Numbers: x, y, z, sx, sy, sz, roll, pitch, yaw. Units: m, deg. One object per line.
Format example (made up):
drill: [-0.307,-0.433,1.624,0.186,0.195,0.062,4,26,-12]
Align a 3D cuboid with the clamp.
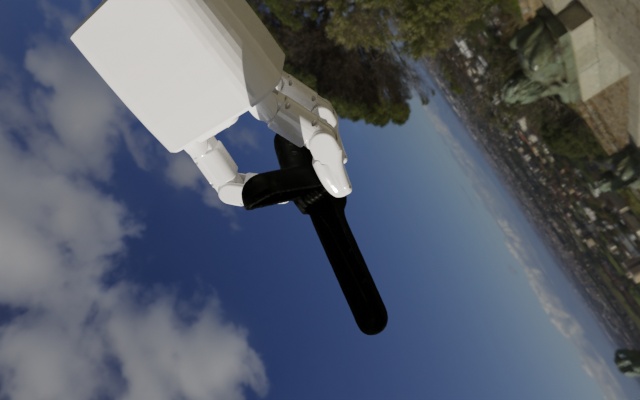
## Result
clamp: [-0.001,0.001,0.403,0.036,0.165,0.209,-28,27,14]
